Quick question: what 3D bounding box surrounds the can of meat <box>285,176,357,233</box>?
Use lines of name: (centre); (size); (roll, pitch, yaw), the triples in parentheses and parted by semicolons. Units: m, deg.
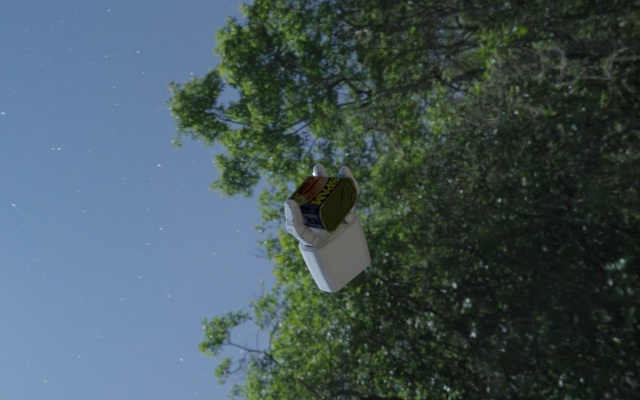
can of meat: (0.000, 0.003, 0.810); (0.084, 0.057, 0.102); (7, 44, 38)
